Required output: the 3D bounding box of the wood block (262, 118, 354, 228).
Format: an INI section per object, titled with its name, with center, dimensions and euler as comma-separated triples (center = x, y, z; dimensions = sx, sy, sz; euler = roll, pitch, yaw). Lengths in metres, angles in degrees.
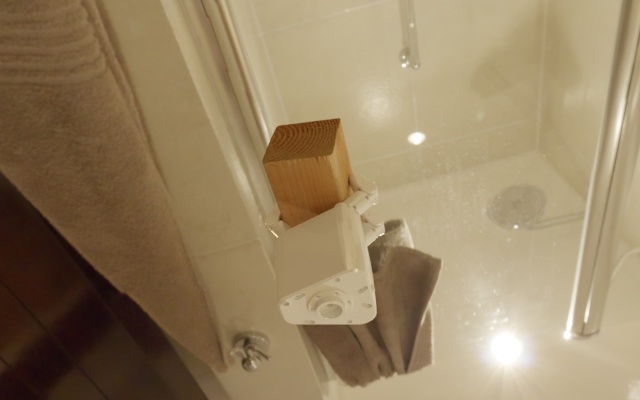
[wood block]
center = 0.000, 0.003, 0.656
dimensions = 0.091, 0.206, 0.090
euler = -5, 38, 14
